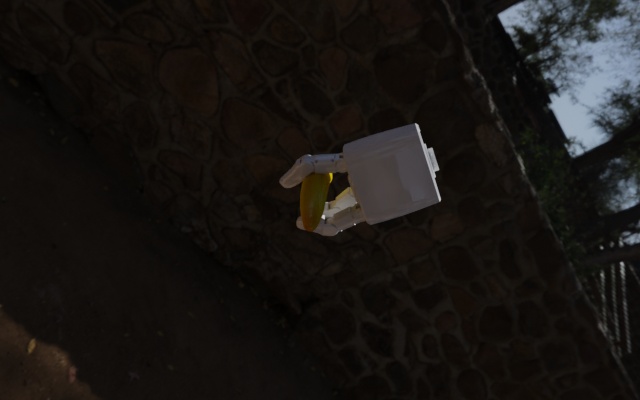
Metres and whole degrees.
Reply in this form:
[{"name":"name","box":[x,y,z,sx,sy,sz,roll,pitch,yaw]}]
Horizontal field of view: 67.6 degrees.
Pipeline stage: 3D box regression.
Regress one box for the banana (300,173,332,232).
[{"name":"banana","box":[-0.003,-0.016,0.691,0.037,0.070,0.197,-8,13,9]}]
